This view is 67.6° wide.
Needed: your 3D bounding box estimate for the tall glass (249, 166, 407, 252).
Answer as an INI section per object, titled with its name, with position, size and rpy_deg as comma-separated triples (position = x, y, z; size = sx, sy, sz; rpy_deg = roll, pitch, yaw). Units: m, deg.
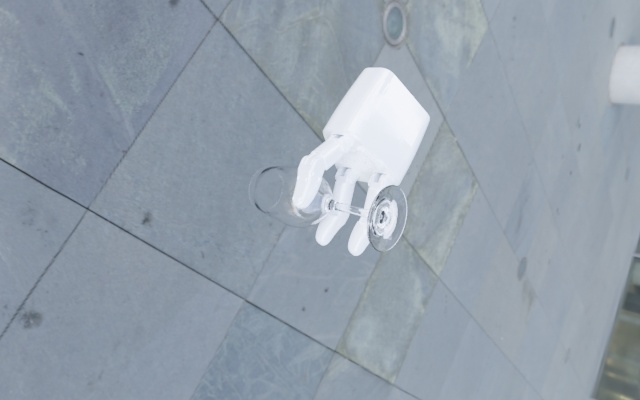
[tall glass]
position = 0.000, 0.002, 0.579
size = 0.201, 0.079, 0.079
rpy_deg = 13, 9, 40
